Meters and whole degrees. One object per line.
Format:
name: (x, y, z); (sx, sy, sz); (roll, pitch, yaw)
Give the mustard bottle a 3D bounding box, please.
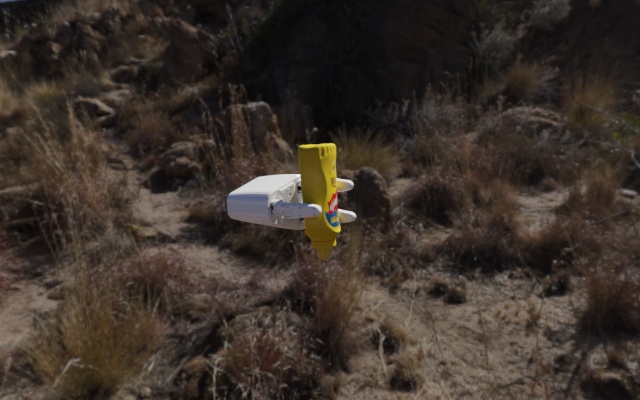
mustard bottle: (0.000, 0.002, 0.795); (0.058, 0.191, 0.096); (-2, 7, 15)
